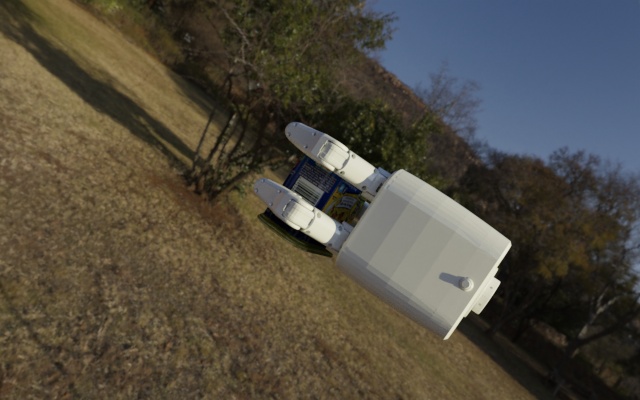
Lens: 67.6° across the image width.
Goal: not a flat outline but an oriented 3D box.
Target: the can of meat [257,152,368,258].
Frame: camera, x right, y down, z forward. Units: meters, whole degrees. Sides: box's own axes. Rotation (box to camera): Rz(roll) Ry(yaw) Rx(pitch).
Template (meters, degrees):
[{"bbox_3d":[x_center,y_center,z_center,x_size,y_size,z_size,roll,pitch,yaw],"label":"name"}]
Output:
[{"bbox_3d":[0.000,0.001,0.451,0.057,0.084,0.102,35,3,23],"label":"can of meat"}]
